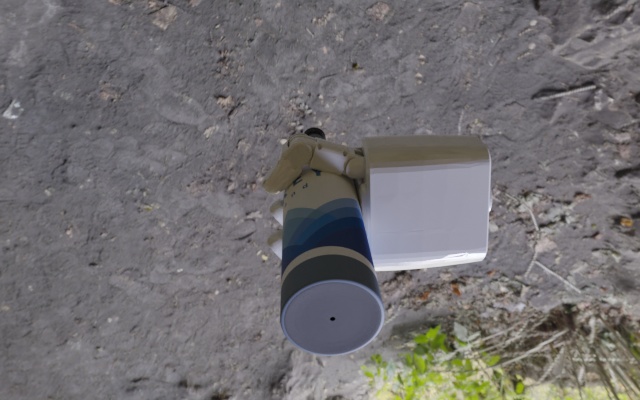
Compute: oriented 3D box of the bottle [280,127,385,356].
[{"bbox_3d":[0.000,0.002,0.427,0.069,0.069,0.295,0,30,-3],"label":"bottle"}]
